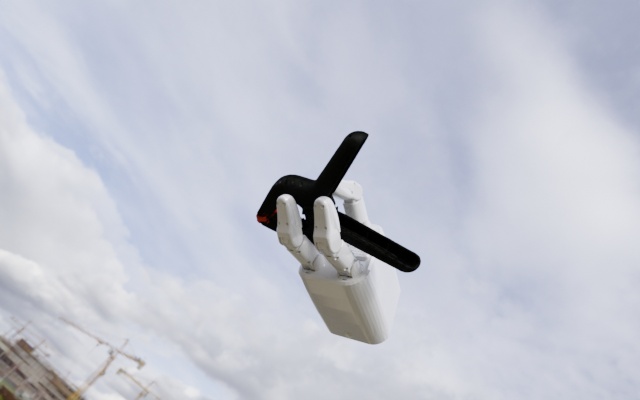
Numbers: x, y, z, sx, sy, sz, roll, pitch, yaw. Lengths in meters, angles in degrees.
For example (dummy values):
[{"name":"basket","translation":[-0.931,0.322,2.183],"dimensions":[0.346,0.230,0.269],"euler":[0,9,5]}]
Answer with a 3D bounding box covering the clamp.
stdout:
[{"name":"clamp","translation":[0.000,0.002,0.538],"dimensions":[0.210,0.165,0.036],"euler":[3,33,39]}]
